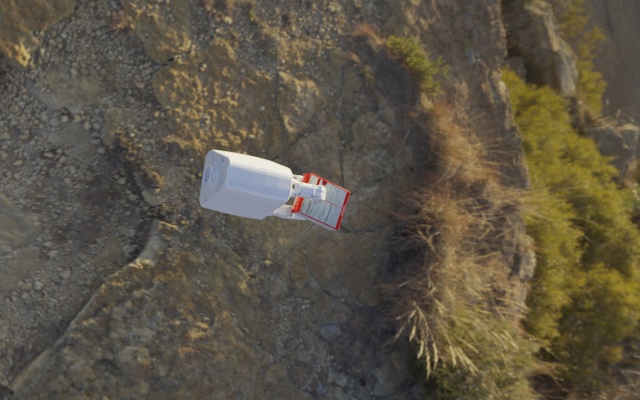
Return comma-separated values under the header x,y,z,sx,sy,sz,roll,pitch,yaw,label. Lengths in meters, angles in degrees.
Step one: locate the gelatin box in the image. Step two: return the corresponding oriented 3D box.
x,y,z,sx,sy,sz,roll,pitch,yaw,label
0.001,0.003,0.829,0.089,0.073,0.030,25,-15,-26,gelatin box
